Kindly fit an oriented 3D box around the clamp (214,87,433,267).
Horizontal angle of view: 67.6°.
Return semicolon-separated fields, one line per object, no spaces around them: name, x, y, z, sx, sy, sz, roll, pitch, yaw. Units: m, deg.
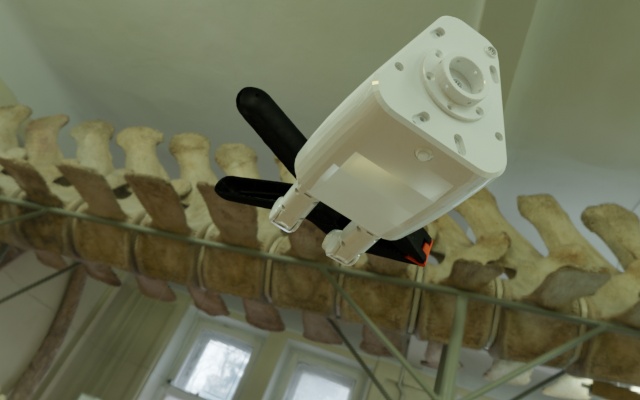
clamp;0.001;0.001;0.426;0.210;0.036;0.165;32;-29;-11
